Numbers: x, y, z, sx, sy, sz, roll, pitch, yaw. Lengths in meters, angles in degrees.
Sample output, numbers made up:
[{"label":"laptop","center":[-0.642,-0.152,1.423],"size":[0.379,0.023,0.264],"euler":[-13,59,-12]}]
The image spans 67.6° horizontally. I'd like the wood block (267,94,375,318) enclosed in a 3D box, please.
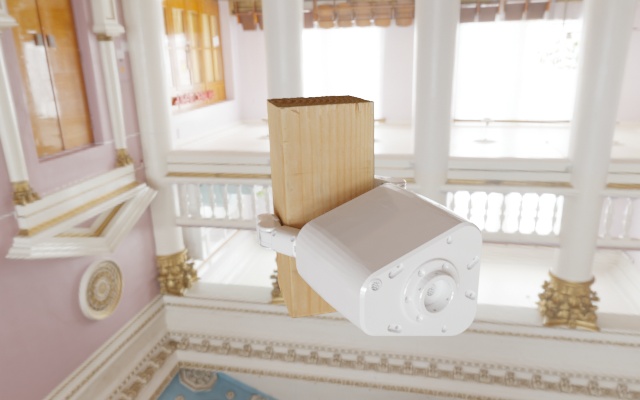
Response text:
[{"label":"wood block","center":[0.000,0.002,0.487],"size":[0.091,0.206,0.090],"euler":[-5,18,-12]}]
